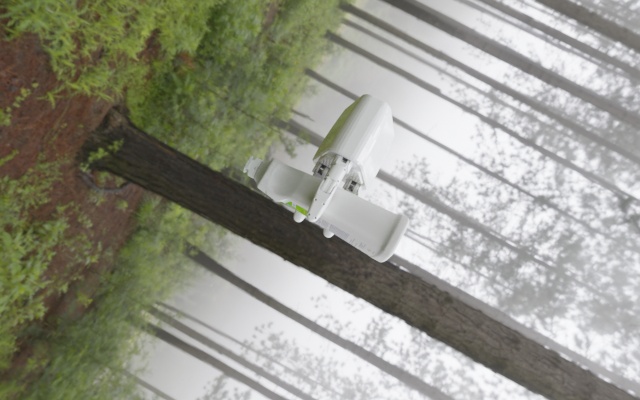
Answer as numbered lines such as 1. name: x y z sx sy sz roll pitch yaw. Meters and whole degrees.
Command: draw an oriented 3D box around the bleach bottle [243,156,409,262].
1. bleach bottle: 0.000 0.002 0.709 0.251 0.068 0.102 29 -15 4
